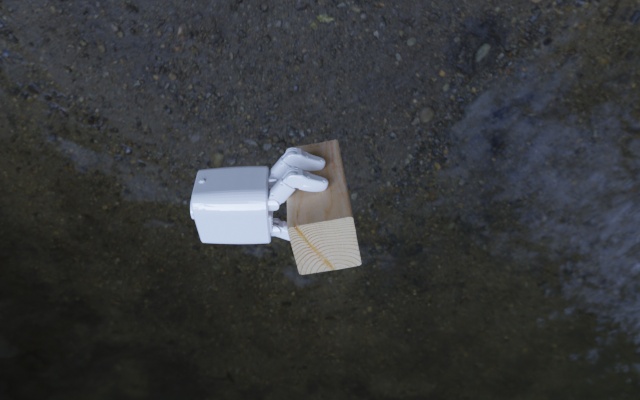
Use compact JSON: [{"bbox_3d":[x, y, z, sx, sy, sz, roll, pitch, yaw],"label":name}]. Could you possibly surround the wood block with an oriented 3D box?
[{"bbox_3d":[0.000,0.003,0.721,0.090,0.091,0.206,-10,36,3],"label":"wood block"}]
